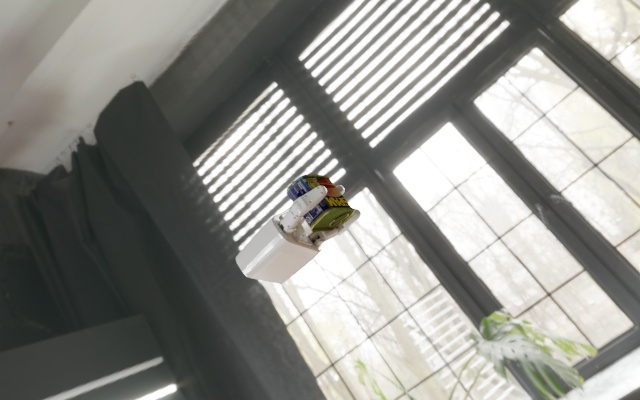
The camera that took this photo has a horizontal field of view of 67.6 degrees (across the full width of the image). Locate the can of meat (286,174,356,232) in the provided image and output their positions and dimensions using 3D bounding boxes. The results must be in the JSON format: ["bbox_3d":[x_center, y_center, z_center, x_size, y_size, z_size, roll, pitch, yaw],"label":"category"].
[{"bbox_3d":[0.000,0.002,0.815,0.057,0.084,0.102,-46,-22,23],"label":"can of meat"}]
